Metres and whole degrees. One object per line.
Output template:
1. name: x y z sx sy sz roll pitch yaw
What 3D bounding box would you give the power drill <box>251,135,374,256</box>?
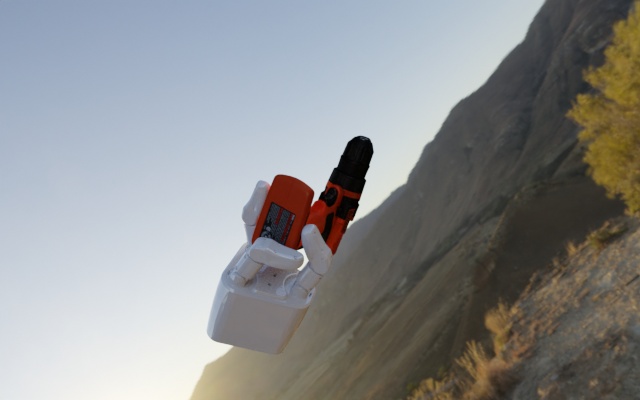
1. power drill: 0.000 0.002 0.614 0.057 0.184 0.187 26 16 23
